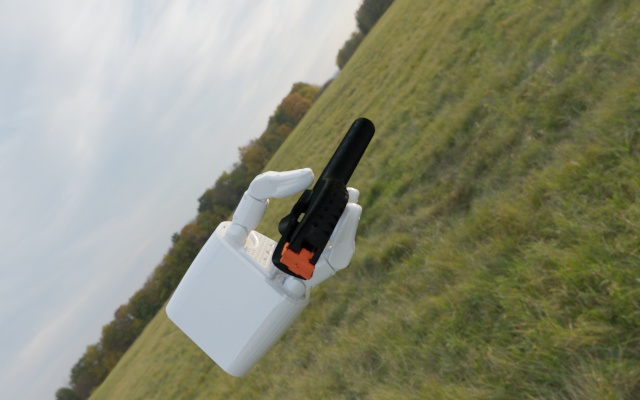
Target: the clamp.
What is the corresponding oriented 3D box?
[{"bbox_3d":[-0.001,0.001,0.443,0.036,0.164,0.210,34,15,-7],"label":"clamp"}]
